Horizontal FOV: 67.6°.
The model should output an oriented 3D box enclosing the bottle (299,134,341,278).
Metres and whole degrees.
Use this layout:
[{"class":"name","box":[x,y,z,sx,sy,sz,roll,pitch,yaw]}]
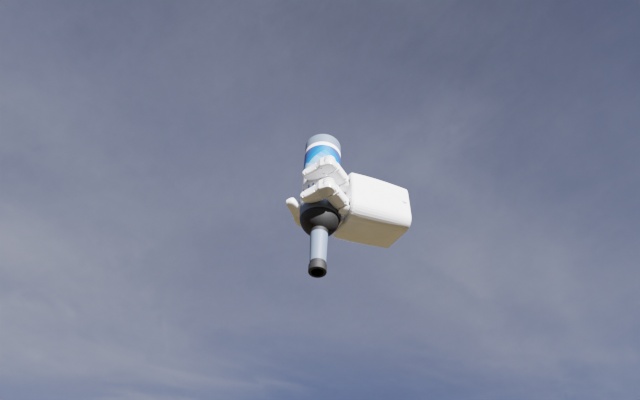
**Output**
[{"class":"bottle","box":[0.000,0.002,0.799,0.069,0.069,0.295,0,44,3]}]
